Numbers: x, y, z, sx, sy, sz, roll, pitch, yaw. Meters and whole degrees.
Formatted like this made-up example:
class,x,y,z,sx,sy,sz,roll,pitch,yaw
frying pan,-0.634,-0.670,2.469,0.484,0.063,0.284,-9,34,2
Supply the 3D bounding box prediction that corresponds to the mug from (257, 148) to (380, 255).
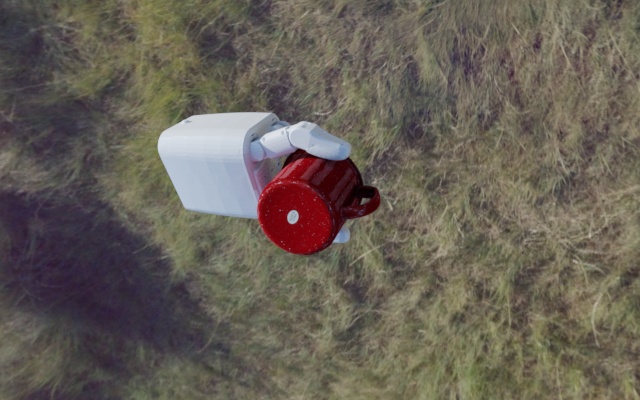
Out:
class,x,y,z,sx,sy,sz,roll,pitch,yaw
mug,0.001,0.002,0.469,0.117,0.093,0.081,3,27,18
